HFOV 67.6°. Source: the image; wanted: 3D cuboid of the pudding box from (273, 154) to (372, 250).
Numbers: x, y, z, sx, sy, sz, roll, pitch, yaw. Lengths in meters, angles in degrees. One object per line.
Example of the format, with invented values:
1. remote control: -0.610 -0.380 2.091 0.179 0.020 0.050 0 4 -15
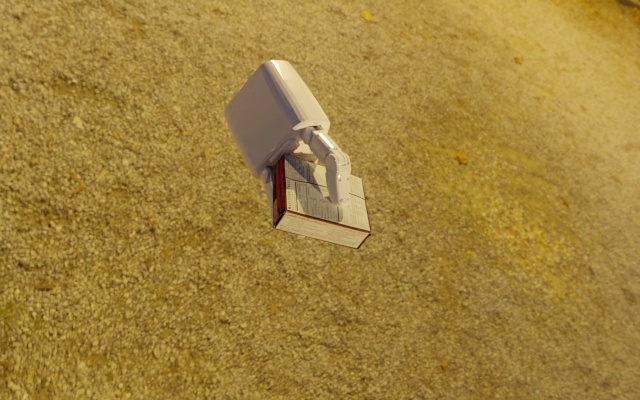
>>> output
1. pudding box: 0.000 0.002 0.559 0.113 0.090 0.039 15 -44 -22
